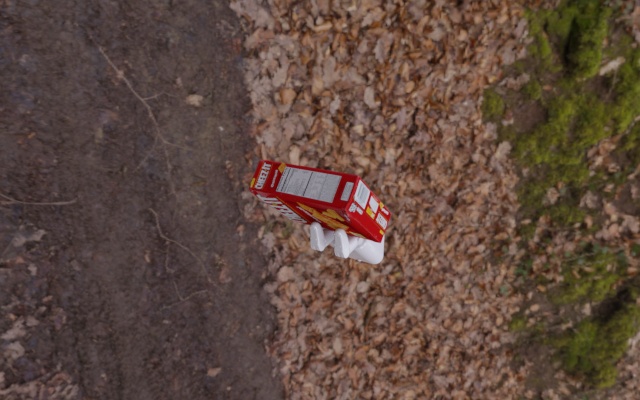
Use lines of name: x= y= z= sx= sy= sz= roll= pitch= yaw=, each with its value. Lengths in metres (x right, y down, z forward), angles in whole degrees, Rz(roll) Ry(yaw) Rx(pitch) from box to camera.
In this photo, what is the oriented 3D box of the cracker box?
cracker box: x=0.000 y=0.003 z=0.878 sx=0.213 sy=0.072 sz=0.164 roll=11 pitch=-18 yaw=33
